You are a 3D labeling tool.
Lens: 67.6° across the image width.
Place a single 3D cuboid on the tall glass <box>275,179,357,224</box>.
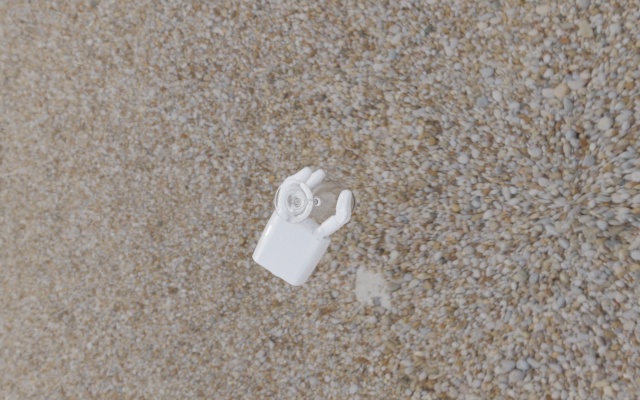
[{"bbox_3d":[0.000,0.003,0.882,0.079,0.079,0.201,0,0,27],"label":"tall glass"}]
